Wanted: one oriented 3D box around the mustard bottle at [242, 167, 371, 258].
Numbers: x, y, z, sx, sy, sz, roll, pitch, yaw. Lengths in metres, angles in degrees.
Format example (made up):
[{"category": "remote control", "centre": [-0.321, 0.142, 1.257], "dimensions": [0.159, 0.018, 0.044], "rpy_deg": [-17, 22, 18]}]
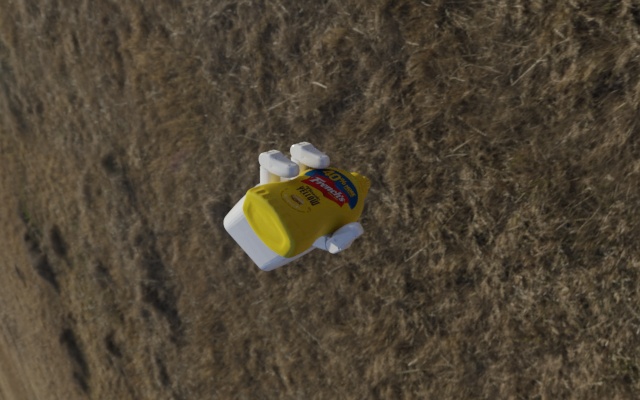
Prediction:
[{"category": "mustard bottle", "centre": [0.000, 0.002, 0.622], "dimensions": [0.191, 0.058, 0.096], "rpy_deg": [-22, 57, -42]}]
